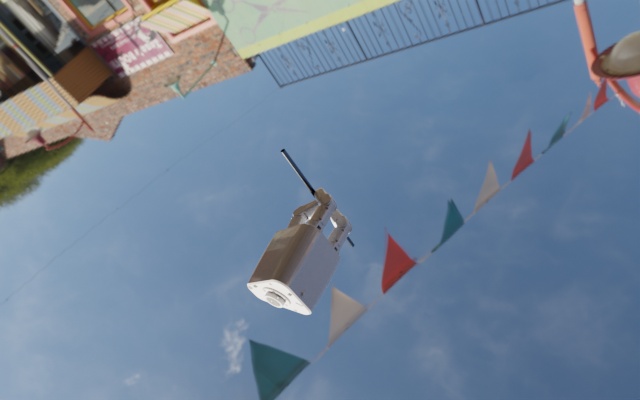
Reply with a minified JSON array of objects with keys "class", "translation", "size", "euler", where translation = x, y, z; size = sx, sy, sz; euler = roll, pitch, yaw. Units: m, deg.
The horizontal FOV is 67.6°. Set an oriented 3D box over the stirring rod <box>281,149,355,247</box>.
[{"class":"stirring rod","translation":[0.000,0.003,0.810],"size":[0.011,0.011,0.240],"euler":[0,-42,41]}]
